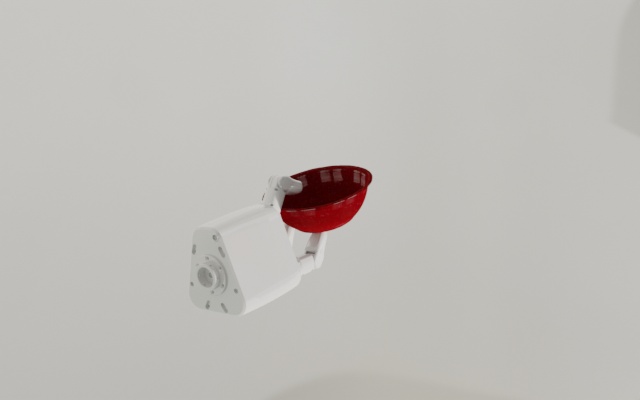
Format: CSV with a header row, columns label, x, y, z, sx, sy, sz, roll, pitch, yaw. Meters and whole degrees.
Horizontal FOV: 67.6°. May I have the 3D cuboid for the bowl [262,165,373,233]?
label,x,y,z,sx,sy,sz,roll,pitch,yaw
bowl,0.001,0.002,0.696,0.162,0.055,0.162,-11,22,5
